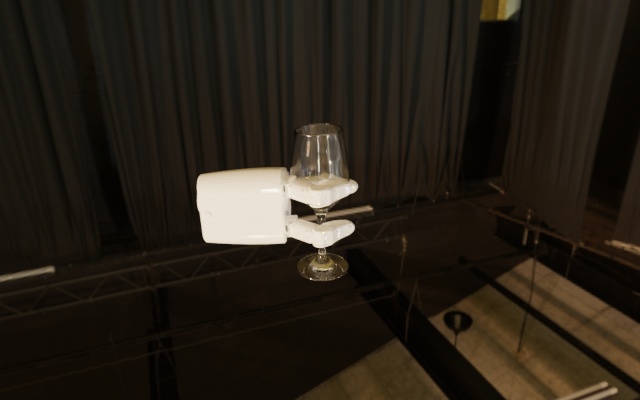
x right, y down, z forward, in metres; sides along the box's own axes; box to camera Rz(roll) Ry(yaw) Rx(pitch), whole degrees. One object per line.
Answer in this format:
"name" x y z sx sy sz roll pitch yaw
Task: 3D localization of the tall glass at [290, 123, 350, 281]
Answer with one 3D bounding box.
"tall glass" 0.000 0.003 0.637 0.079 0.201 0.079 -1 23 0
